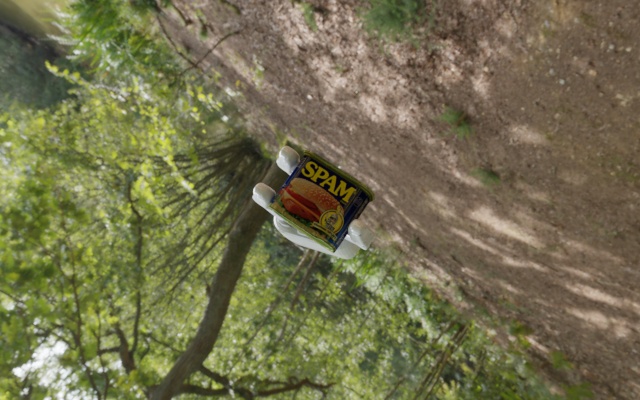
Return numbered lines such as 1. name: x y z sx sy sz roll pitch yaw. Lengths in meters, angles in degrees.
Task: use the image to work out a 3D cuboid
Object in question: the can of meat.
1. can of meat: 0.000 0.002 0.576 0.102 0.084 0.057 33 -8 14
